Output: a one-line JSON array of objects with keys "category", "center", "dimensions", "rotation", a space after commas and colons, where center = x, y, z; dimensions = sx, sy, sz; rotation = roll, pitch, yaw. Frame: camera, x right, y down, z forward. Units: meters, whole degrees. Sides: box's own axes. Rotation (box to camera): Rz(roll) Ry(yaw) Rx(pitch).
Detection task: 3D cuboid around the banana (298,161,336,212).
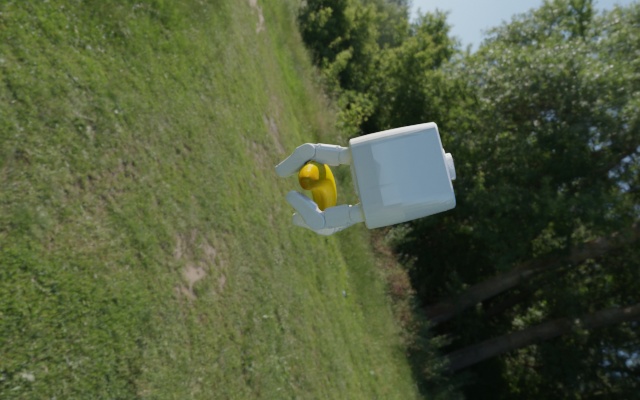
[{"category": "banana", "center": [0.000, -0.014, 0.649], "dimensions": [0.037, 0.069, 0.198], "rotation": [-4, -22, 7]}]
